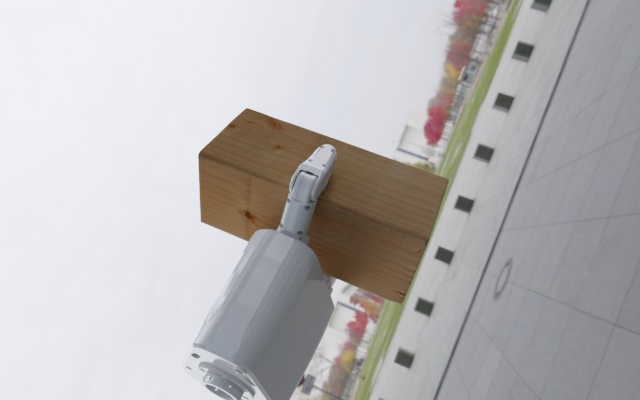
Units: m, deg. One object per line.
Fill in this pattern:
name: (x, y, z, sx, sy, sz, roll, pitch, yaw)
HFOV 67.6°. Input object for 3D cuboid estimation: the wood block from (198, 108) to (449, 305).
wood block: (0.000, 0.001, 0.446, 0.206, 0.091, 0.090, 21, 43, 11)
